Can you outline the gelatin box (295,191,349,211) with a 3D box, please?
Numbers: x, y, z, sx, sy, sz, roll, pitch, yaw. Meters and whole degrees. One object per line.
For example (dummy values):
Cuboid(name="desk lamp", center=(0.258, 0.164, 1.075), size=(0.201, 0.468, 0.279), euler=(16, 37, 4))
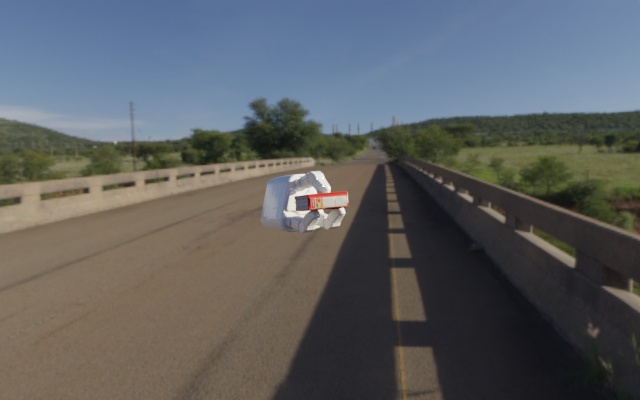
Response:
Cuboid(name="gelatin box", center=(0.000, 0.002, 0.851), size=(0.073, 0.030, 0.089), euler=(-4, -1, -19))
